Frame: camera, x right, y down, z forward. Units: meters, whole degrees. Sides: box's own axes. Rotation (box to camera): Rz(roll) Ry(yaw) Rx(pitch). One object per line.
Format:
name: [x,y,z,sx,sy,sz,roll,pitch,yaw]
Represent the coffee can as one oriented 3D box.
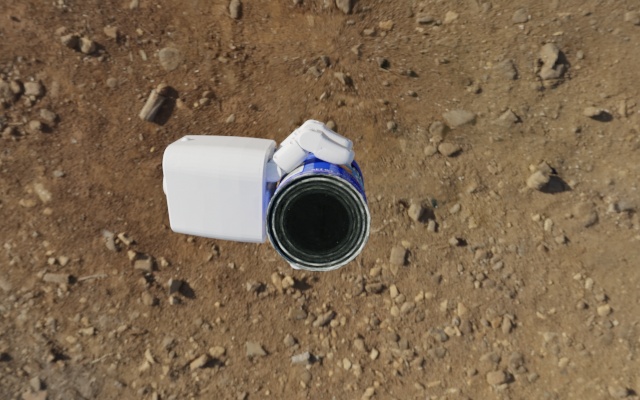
coffee can: [0.000,0.002,0.527,0.103,0.103,0.140,0,17,2]
